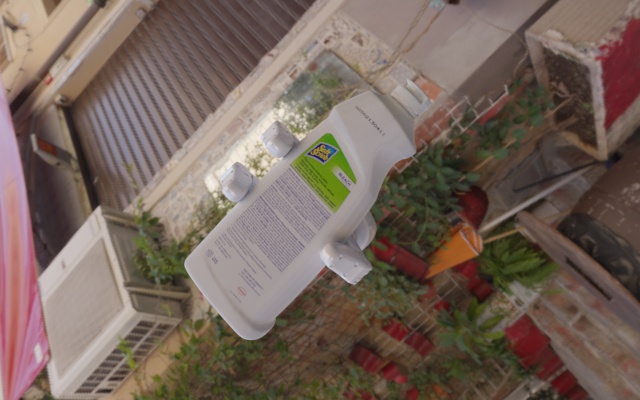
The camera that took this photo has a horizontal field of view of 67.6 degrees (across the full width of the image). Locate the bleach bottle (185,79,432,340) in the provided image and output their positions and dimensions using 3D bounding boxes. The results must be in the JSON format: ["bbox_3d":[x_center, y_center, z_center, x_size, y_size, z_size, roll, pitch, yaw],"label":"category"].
[{"bbox_3d":[0.000,0.001,0.417,0.251,0.102,0.068,-44,-9,9],"label":"bleach bottle"}]
